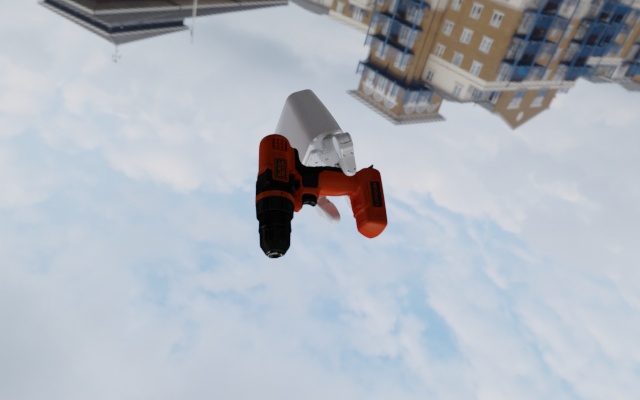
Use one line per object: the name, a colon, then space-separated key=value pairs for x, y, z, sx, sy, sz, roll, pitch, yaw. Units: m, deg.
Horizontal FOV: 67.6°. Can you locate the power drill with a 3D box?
power drill: x=0.000 y=0.002 z=0.665 sx=0.188 sy=0.184 sz=0.057 roll=11 pitch=-32 yaw=-24
